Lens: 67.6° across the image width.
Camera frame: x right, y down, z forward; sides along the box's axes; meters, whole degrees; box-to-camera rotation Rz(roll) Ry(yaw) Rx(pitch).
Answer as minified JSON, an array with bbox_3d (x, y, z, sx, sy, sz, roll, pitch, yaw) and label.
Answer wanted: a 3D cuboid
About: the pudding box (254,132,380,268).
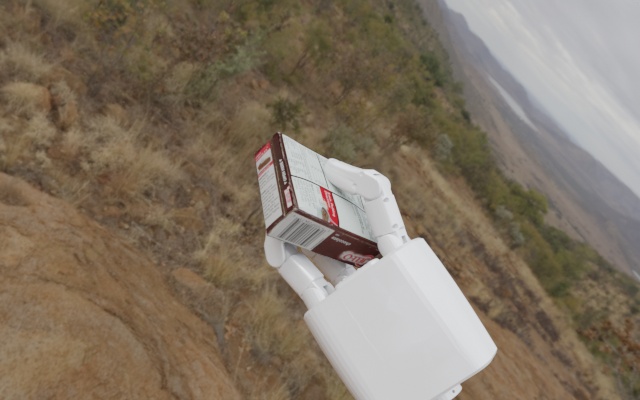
[{"bbox_3d":[0.000,0.001,0.418,0.039,0.090,0.113,-39,-44,27],"label":"pudding box"}]
